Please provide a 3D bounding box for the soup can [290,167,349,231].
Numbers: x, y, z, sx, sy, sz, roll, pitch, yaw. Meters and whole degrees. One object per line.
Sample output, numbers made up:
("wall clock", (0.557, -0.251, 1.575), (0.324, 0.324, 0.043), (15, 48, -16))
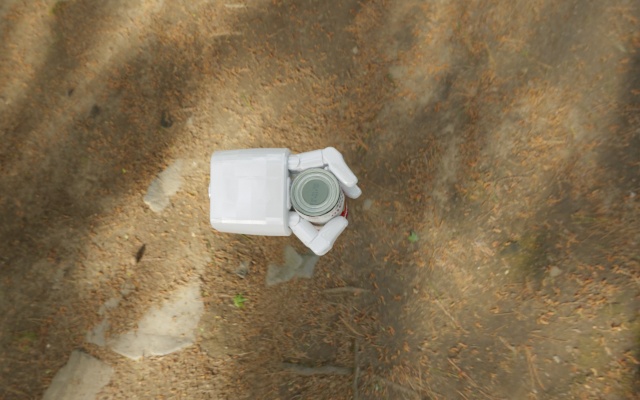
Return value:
("soup can", (0.001, 0.002, 0.656), (0.068, 0.068, 0.102), (0, -16, 9))
